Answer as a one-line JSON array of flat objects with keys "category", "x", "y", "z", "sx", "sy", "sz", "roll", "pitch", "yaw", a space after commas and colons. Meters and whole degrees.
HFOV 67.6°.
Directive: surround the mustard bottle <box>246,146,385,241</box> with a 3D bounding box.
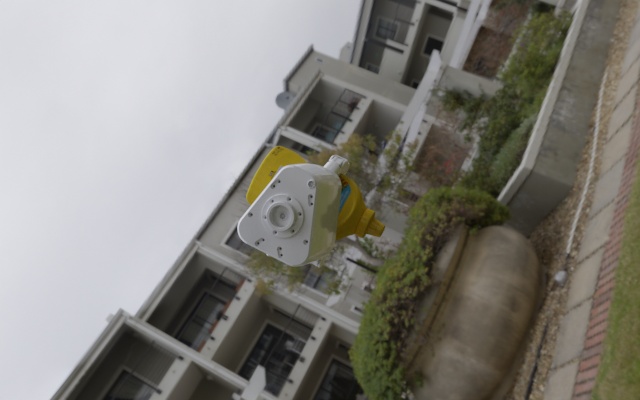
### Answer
[{"category": "mustard bottle", "x": 0.000, "y": 0.002, "z": 0.667, "sx": 0.191, "sy": 0.096, "sz": 0.058, "roll": 25, "pitch": -16, "yaw": 12}]
